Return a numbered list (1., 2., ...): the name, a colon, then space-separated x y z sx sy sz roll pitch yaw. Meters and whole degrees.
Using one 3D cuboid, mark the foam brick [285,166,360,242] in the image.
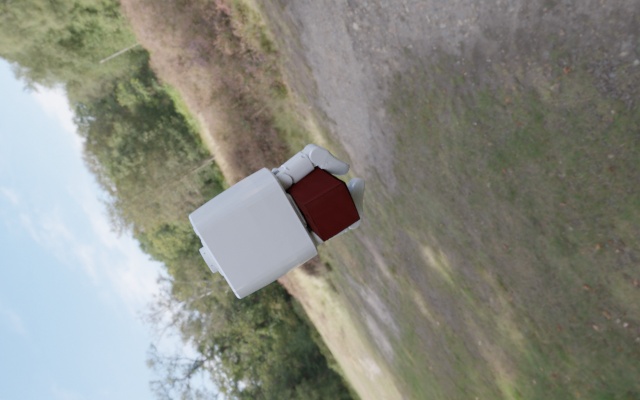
1. foam brick: 0.000 0.002 0.545 0.051 0.053 0.078 -31 27 -11
